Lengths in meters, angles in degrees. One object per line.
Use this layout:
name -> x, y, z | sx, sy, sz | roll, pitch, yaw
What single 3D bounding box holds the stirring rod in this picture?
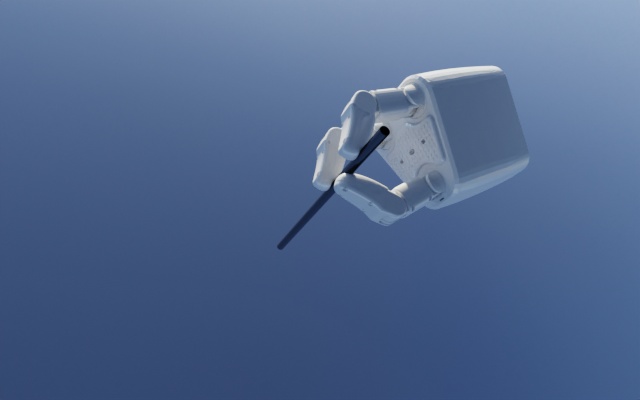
stirring rod -> 0.000, 0.001, 0.430 | 0.011, 0.011, 0.240 | 0, -24, -24
